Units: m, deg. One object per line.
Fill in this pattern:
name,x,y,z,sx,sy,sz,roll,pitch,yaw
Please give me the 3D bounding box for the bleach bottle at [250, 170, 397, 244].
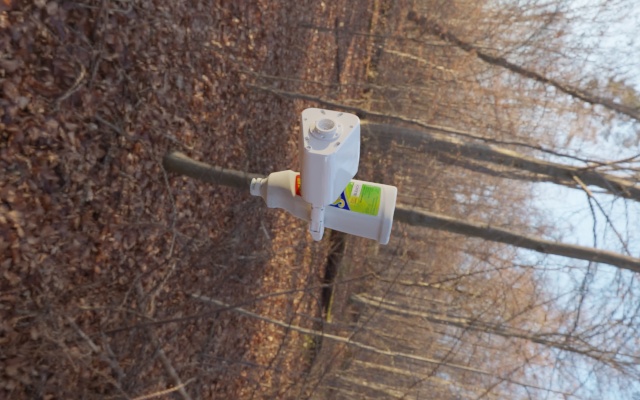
bleach bottle,0.000,0.003,0.824,0.251,0.102,0.068,10,-39,7
